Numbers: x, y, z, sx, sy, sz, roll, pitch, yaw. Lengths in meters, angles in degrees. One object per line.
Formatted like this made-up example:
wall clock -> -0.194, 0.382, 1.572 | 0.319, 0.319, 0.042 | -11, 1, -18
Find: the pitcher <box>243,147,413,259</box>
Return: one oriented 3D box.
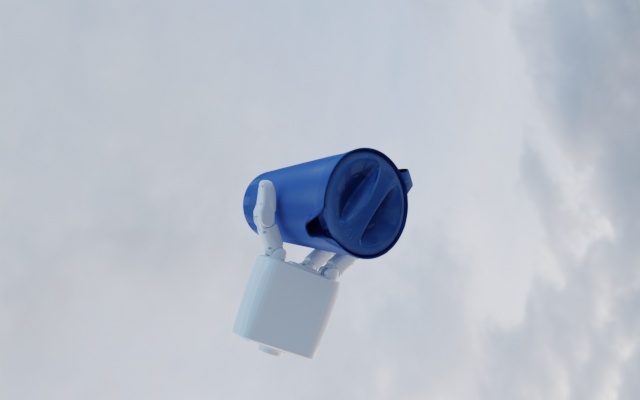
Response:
pitcher -> 0.000, 0.002, 0.665 | 0.149, 0.145, 0.243 | 26, -15, -32
